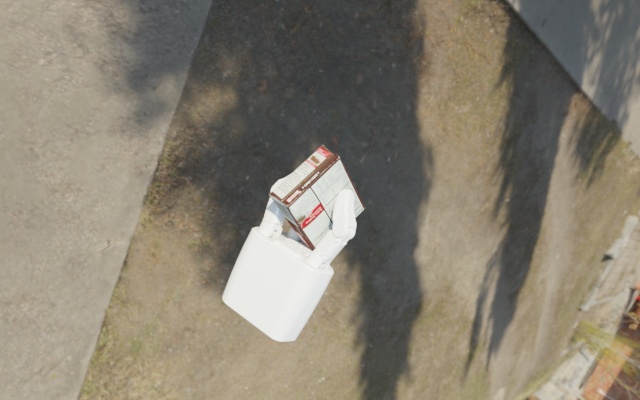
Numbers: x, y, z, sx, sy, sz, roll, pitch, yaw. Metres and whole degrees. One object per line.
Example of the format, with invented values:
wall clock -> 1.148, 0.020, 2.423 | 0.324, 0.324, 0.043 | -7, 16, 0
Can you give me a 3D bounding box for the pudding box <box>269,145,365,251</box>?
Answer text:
pudding box -> 0.000, 0.002, 0.593 | 0.039, 0.090, 0.114 | 36, -15, 38
